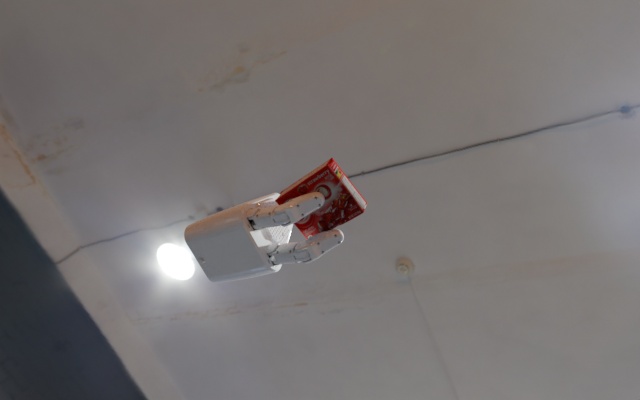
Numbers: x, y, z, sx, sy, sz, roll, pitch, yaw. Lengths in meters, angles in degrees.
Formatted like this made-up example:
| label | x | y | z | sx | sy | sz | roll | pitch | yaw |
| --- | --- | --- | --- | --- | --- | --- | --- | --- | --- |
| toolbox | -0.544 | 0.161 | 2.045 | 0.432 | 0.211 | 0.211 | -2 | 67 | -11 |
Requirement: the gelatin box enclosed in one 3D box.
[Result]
| label | x | y | z | sx | sy | sz | roll | pitch | yaw |
| --- | --- | --- | --- | --- | --- | --- | --- | --- | --- |
| gelatin box | 0.000 | 0.002 | 0.587 | 0.089 | 0.073 | 0.030 | -32 | 14 | 27 |
